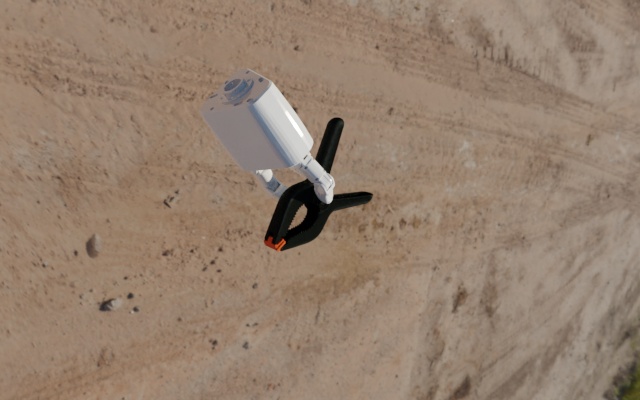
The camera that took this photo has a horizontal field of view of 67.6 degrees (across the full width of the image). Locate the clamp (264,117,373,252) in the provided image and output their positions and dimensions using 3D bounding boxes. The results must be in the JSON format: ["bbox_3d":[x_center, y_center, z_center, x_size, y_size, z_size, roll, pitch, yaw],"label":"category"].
[{"bbox_3d":[0.000,0.003,0.718,0.036,0.210,0.165,17,-29,44],"label":"clamp"}]
